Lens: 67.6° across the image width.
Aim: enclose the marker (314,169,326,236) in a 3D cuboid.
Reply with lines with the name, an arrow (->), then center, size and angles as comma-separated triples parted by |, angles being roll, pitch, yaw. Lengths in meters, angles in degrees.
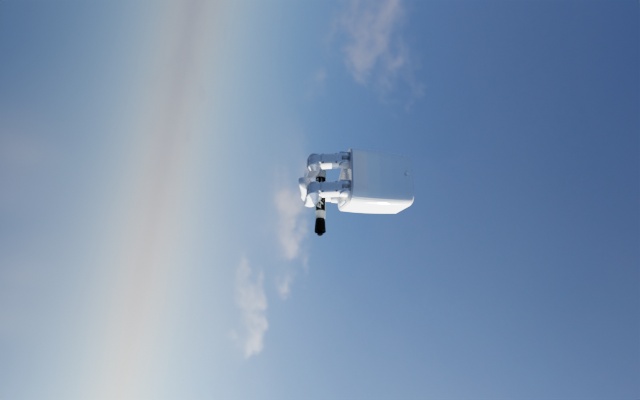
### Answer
marker -> 0.000, 0.003, 0.806 | 0.020, 0.121, 0.020 | 1, -27, 0
